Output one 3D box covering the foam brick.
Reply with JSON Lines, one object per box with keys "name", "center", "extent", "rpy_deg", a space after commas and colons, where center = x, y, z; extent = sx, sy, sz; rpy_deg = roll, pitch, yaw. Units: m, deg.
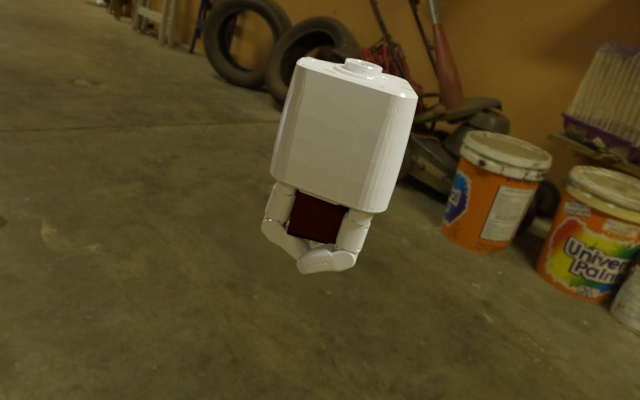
{"name": "foam brick", "center": [0.000, 0.002, 0.483], "extent": [0.053, 0.051, 0.078], "rpy_deg": [14, 23, -4]}
